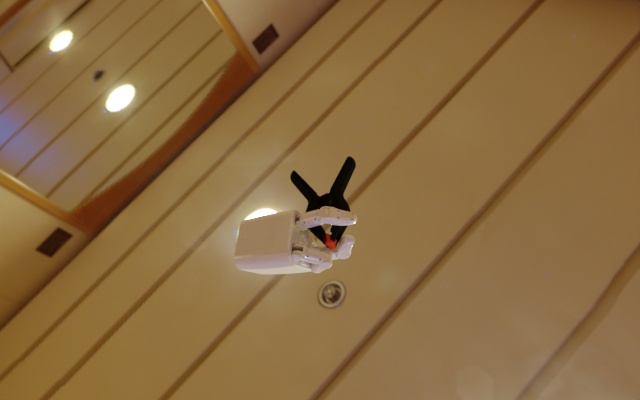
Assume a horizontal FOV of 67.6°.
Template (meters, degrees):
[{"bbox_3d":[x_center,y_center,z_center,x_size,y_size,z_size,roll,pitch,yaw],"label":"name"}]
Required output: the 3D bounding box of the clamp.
[{"bbox_3d":[0.000,0.003,0.824,0.120,0.171,0.039,-9,-34,22],"label":"clamp"}]
